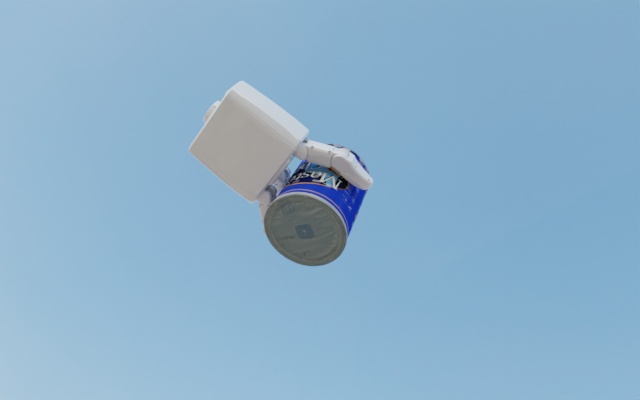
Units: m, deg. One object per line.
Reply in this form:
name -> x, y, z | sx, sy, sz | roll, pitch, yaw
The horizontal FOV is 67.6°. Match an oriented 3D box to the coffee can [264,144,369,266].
coffee can -> 0.000, 0.002, 0.618 | 0.103, 0.103, 0.140 | 0, 30, 19
